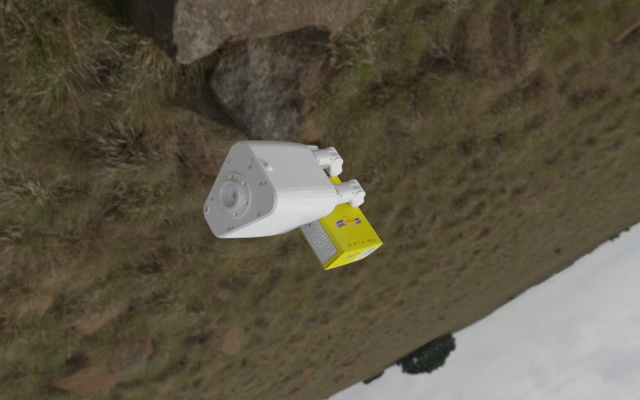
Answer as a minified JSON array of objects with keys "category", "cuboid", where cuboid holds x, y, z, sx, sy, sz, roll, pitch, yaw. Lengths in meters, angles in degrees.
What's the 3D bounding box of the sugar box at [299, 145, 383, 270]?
[{"category":"sugar box","cuboid":[0.000,0.002,0.638,0.048,0.176,0.093,-43,-22,32]}]
